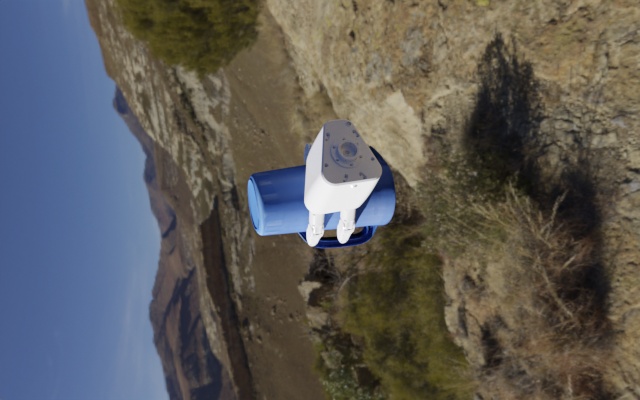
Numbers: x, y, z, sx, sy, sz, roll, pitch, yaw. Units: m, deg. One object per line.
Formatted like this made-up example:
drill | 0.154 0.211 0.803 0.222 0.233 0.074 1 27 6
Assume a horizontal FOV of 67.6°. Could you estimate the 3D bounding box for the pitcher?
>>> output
pitcher | 0.000 0.003 0.849 0.243 0.149 0.145 -8 -19 -17
